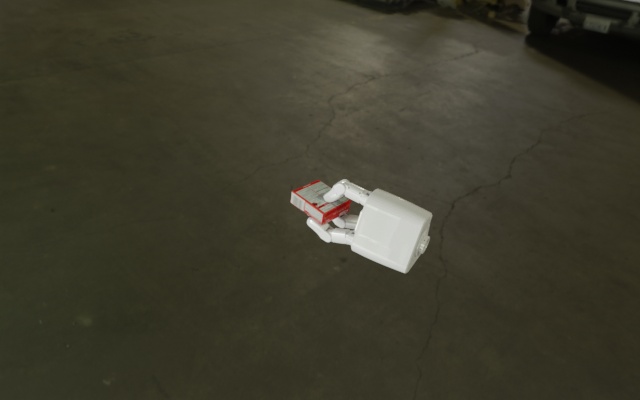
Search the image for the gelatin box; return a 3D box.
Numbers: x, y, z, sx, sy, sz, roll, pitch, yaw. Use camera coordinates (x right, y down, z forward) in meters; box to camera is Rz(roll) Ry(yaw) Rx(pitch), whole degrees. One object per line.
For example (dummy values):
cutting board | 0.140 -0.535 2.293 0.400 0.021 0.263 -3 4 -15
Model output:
gelatin box | 0.000 0.002 0.893 0.089 0.030 0.073 35 42 31
